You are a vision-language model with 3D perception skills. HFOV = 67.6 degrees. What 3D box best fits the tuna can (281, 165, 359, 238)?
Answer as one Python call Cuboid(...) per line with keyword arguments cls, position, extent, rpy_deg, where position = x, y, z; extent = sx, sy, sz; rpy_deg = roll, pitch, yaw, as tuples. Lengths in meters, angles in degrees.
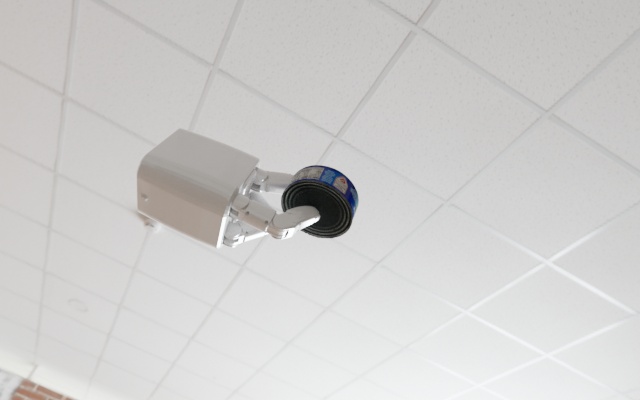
Cuboid(cls="tuna can", position=(0.000, 0.001, 0.551), extent=(0.086, 0.086, 0.033), rpy_deg=(0, 39, 24))
